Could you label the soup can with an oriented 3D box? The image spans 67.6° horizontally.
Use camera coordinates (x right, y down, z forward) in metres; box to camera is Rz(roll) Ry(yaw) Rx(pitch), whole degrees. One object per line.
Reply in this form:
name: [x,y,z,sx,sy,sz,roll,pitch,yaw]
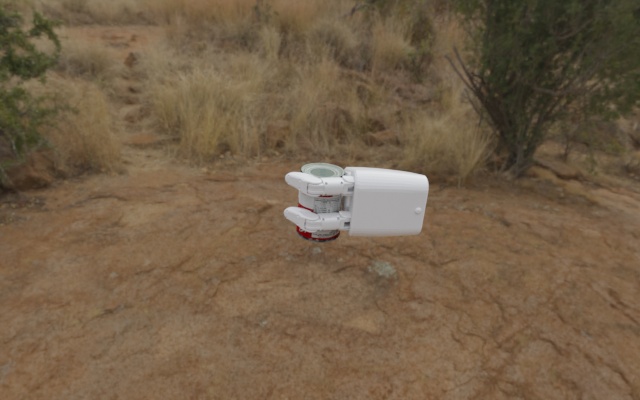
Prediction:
soup can: [0.000,0.002,0.716,0.068,0.102,0.068,4,24,-2]
